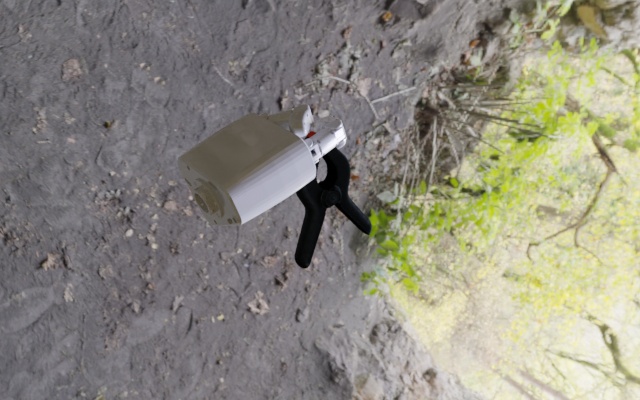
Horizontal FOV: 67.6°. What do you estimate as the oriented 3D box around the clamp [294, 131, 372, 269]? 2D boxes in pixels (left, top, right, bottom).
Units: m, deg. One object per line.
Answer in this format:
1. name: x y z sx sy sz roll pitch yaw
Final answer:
1. clamp: 0.001 0.002 0.600 0.120 0.171 0.039 -36 32 -27
